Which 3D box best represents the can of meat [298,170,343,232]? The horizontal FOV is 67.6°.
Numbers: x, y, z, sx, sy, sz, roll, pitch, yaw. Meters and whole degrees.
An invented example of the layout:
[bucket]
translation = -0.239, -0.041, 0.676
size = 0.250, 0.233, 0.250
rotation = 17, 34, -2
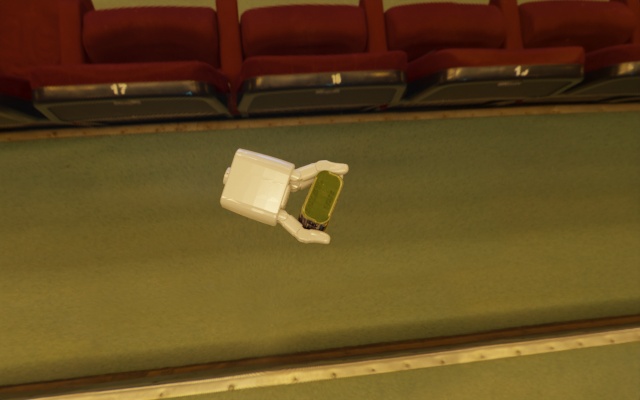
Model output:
[can of meat]
translation = 0.000, 0.003, 0.860
size = 0.057, 0.102, 0.084
rotation = 22, -15, 1
